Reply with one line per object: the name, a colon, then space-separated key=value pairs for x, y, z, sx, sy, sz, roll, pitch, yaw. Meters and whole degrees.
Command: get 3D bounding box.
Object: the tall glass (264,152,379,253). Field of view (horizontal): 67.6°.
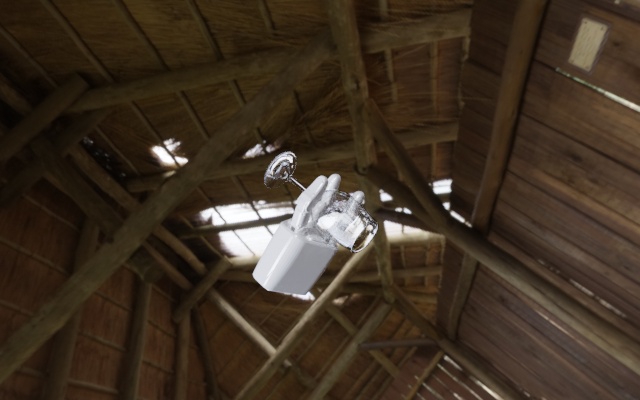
tall glass: x=0.000 y=0.002 z=0.784 sx=0.201 sy=0.079 sz=0.079 roll=38 pitch=19 yaw=27
